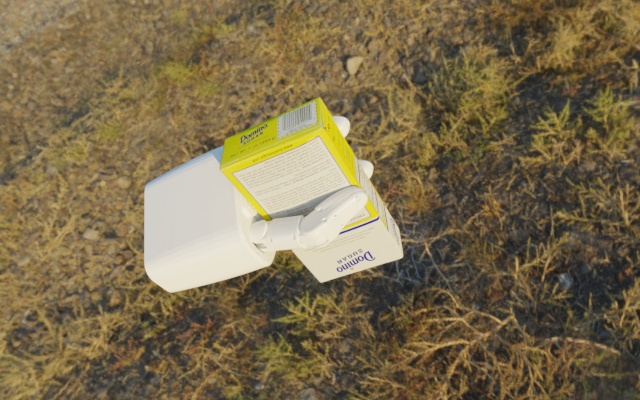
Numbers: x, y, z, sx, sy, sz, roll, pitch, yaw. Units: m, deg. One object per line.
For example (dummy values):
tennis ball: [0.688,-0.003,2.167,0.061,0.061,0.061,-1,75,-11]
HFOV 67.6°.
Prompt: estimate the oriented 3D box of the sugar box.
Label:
sugar box: [0.000,0.001,0.428,0.093,0.048,0.176,-20,-45,18]
